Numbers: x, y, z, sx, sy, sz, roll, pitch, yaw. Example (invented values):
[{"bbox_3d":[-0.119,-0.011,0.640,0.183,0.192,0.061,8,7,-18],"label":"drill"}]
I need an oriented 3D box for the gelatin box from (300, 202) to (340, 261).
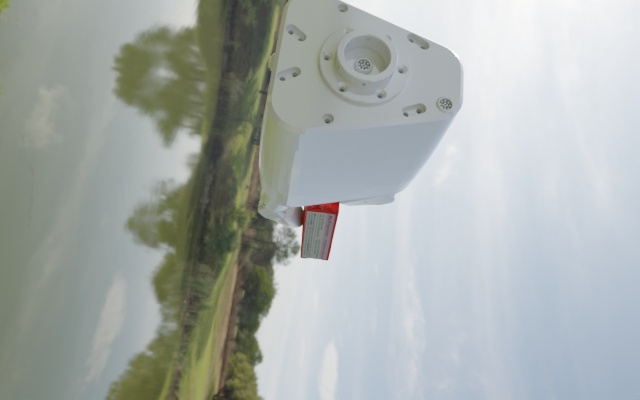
[{"bbox_3d":[0.001,0.002,0.427,0.030,0.073,0.089,6,-33,0],"label":"gelatin box"}]
